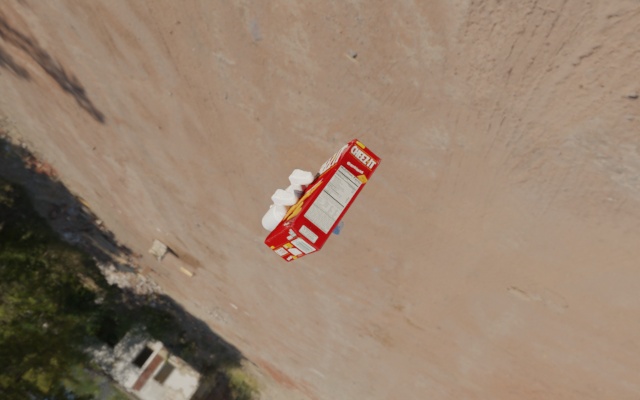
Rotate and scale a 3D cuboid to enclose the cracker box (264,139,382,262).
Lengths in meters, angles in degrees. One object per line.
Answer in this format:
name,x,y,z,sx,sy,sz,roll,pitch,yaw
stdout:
cracker box,0.000,0.003,0.882,0.072,0.213,0.164,40,-25,-9
